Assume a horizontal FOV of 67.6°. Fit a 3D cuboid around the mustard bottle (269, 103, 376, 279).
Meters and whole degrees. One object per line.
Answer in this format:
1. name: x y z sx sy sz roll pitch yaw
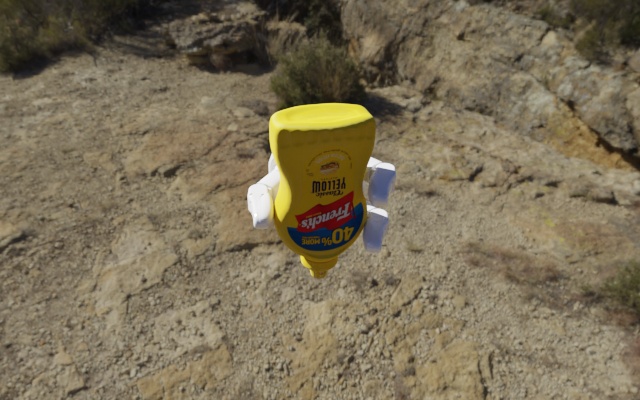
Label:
1. mustard bottle: 0.000 0.002 0.483 0.096 0.192 0.058 -9 35 -15
